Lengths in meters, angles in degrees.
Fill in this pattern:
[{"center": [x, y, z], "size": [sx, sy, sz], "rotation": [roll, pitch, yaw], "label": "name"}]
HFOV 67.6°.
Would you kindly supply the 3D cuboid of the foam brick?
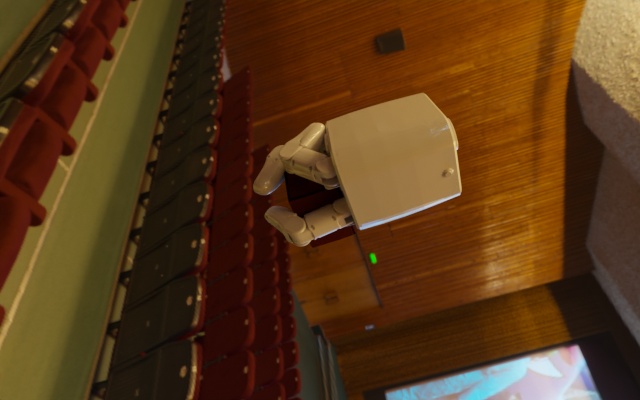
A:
[{"center": [0.000, 0.002, 0.501], "size": [0.051, 0.053, 0.078], "rotation": [-18, -46, 6], "label": "foam brick"}]
